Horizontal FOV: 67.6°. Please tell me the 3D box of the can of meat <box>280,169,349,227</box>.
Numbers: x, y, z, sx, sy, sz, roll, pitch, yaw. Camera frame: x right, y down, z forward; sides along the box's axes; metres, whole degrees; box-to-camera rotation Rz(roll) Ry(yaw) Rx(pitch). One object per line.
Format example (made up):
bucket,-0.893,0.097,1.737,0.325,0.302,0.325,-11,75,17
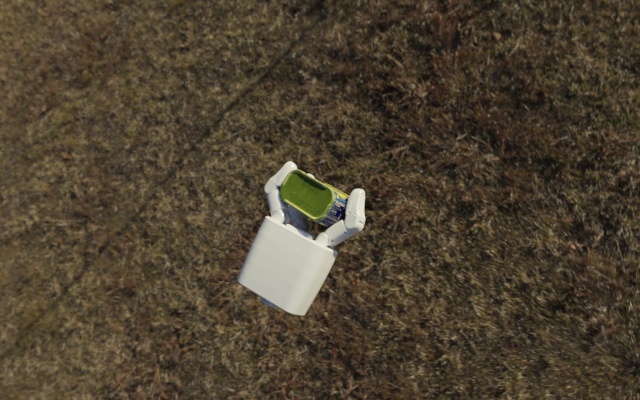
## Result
can of meat,0.000,0.002,0.702,0.102,0.057,0.084,31,3,37
